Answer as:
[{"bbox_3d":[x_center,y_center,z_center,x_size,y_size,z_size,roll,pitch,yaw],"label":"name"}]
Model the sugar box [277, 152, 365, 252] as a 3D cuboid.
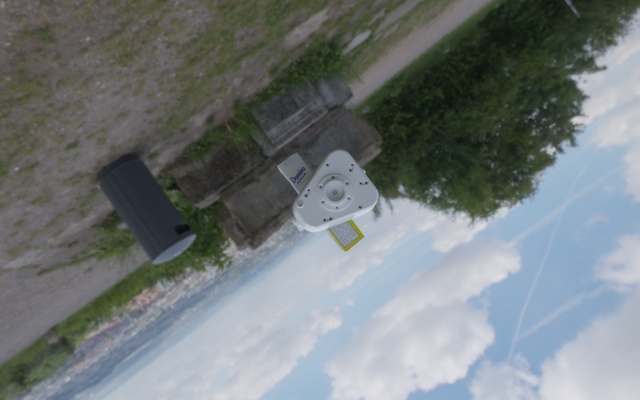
[{"bbox_3d":[0.001,0.002,0.794,0.048,0.176,0.093,-36,-2,-2],"label":"sugar box"}]
